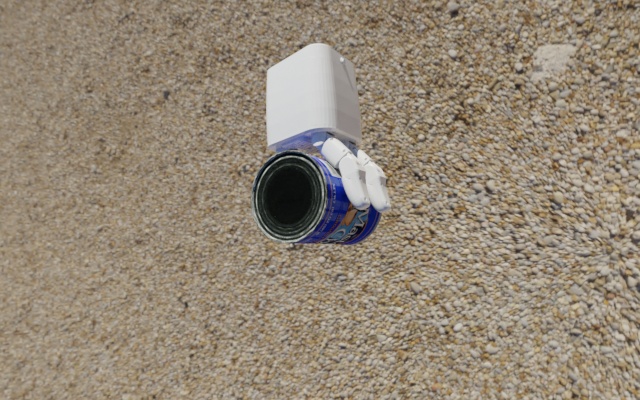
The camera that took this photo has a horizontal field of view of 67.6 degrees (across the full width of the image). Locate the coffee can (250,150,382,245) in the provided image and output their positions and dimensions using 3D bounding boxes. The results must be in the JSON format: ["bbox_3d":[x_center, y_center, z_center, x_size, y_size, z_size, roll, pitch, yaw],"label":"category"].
[{"bbox_3d":[0.000,0.002,0.576,0.103,0.103,0.140,0,-5,32],"label":"coffee can"}]
